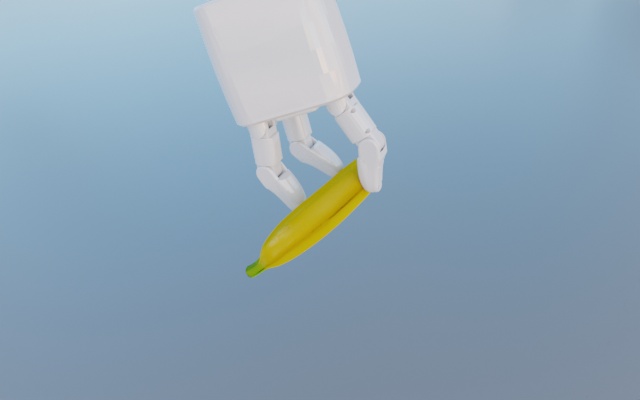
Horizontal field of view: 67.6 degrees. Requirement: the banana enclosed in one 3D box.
[{"bbox_3d":[0.007,0.002,0.469,0.197,0.037,0.069,-40,14,-26],"label":"banana"}]
